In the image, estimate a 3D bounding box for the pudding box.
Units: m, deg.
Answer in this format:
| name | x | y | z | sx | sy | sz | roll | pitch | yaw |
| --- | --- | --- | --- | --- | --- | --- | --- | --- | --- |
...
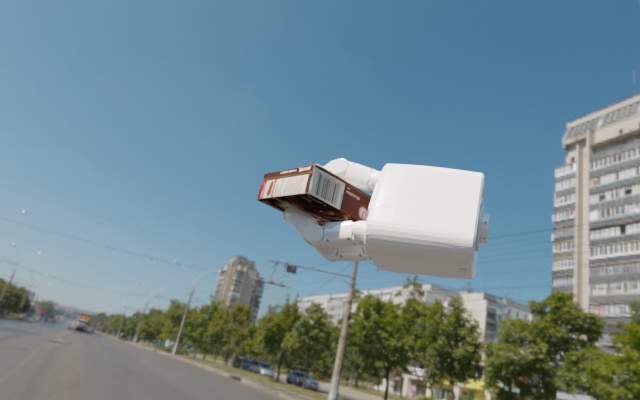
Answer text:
| name | x | y | z | sx | sy | sz | roll | pitch | yaw |
| --- | --- | --- | --- | --- | --- | --- | --- | --- | --- |
| pudding box | 0.000 | 0.002 | 0.542 | 0.113 | 0.039 | 0.090 | 30 | -24 | -37 |
